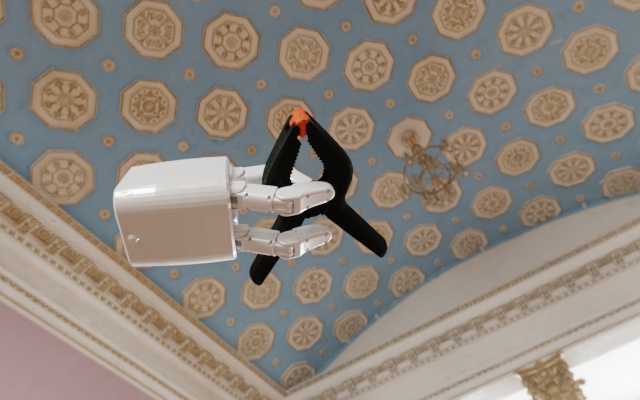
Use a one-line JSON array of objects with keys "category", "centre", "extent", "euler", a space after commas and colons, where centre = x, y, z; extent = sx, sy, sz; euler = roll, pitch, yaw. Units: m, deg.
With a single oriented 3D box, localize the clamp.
[{"category": "clamp", "centre": [0.000, 0.001, 0.514], "extent": [0.164, 0.210, 0.036], "euler": [-7, 36, -11]}]
